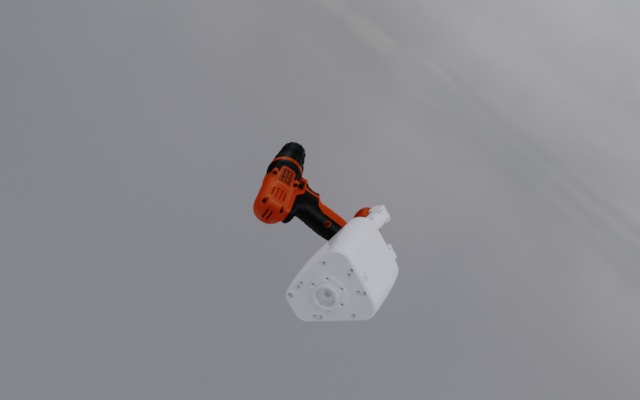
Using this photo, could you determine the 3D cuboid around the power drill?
[{"bbox_3d":[0.000,0.003,0.714,0.187,0.057,0.184,31,36,-10],"label":"power drill"}]
